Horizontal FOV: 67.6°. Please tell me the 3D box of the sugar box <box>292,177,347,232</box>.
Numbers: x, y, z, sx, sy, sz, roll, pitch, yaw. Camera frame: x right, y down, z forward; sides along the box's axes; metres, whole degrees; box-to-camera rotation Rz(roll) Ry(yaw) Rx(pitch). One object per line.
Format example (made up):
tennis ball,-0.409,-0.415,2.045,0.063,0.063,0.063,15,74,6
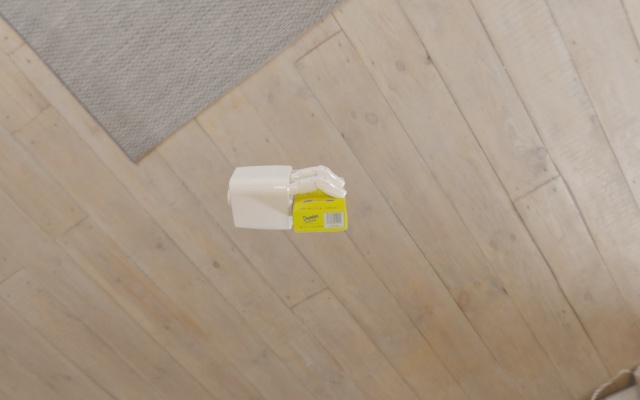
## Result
sugar box,0.000,0.002,0.882,0.093,0.048,0.176,-2,24,1
